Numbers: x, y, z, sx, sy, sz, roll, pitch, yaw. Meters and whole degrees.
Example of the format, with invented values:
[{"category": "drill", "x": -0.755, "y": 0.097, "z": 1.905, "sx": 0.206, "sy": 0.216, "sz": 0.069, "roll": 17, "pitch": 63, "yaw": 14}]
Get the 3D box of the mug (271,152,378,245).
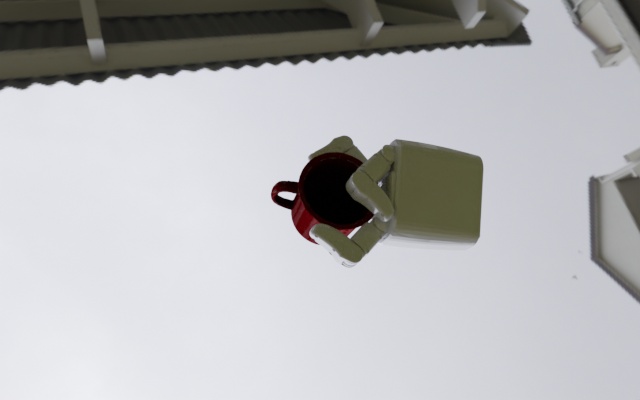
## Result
[{"category": "mug", "x": -0.001, "y": 0.002, "z": 0.554, "sx": 0.117, "sy": 0.093, "sz": 0.081, "roll": 8, "pitch": -25, "yaw": -12}]
